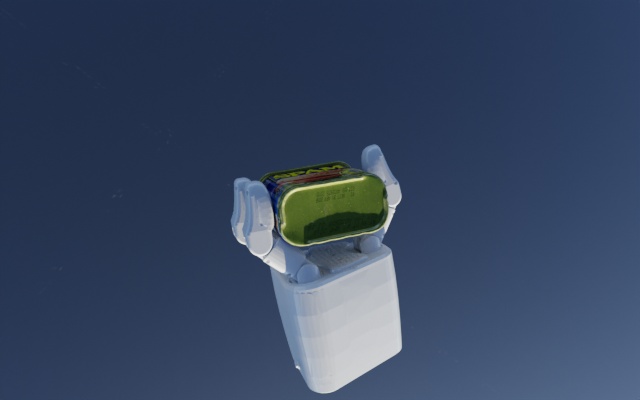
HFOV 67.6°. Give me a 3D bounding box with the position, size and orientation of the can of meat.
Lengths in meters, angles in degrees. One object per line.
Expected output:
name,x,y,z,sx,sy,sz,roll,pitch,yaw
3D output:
can of meat,0.000,0.001,0.430,0.102,0.057,0.084,-11,13,-16
